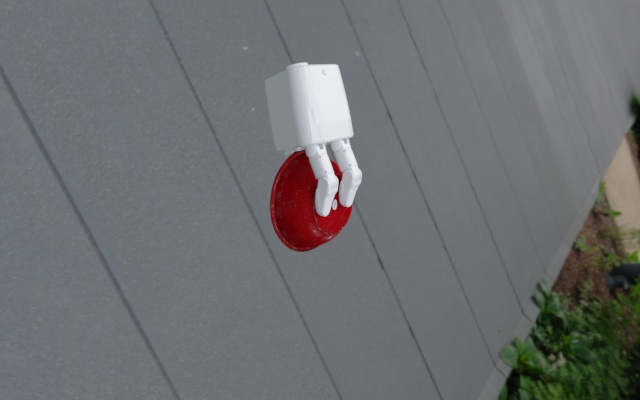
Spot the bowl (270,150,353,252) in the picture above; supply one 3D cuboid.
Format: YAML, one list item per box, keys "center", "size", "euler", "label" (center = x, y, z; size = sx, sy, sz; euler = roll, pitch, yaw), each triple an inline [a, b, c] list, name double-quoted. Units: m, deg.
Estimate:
- center: [0.001, 0.004, 0.721]
  size: [0.055, 0.162, 0.162]
  euler: [8, 5, 40]
  label: "bowl"
